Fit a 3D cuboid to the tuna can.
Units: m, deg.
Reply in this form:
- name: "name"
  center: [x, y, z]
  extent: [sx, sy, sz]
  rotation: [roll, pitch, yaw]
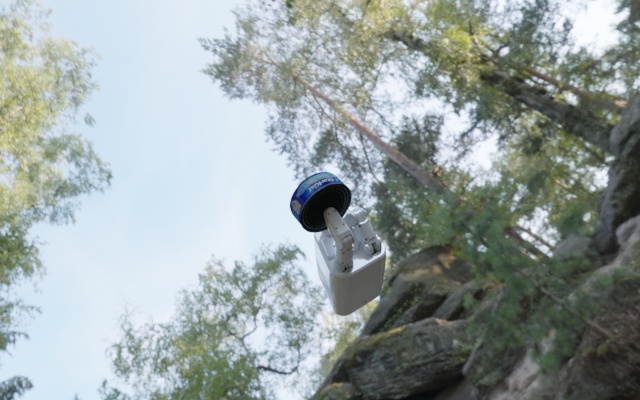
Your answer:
- name: "tuna can"
  center: [0.000, 0.002, 0.676]
  extent: [0.086, 0.086, 0.033]
  rotation: [0, 36, -41]
